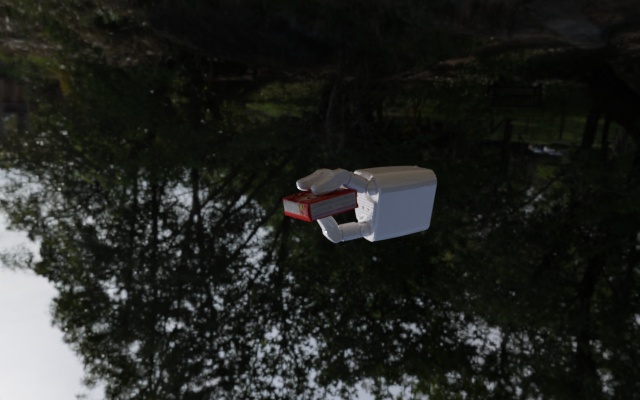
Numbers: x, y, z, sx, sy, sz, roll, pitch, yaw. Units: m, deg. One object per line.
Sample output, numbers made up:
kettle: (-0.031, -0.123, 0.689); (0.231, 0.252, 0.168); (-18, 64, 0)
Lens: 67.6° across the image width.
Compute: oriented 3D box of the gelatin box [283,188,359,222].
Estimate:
gelatin box: (0.000, 0.003, 0.711); (0.089, 0.030, 0.073); (-16, 16, -31)
